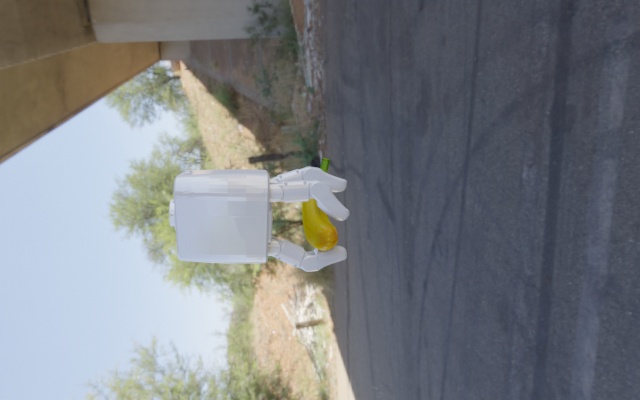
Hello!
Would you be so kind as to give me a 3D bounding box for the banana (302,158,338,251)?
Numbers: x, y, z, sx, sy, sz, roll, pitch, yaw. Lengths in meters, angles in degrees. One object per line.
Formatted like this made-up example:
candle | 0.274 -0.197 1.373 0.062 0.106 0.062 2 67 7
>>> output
banana | -0.003 0.016 0.634 0.037 0.070 0.197 6 32 -8
